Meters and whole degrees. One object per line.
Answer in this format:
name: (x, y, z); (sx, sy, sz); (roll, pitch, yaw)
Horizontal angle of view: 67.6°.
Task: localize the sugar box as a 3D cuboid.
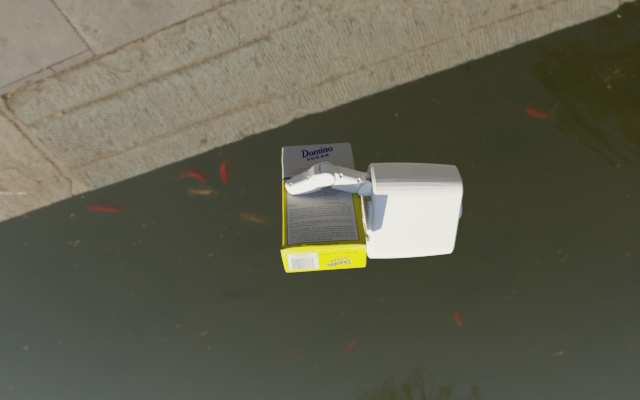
sugar box: (0.000, 0.002, 0.580); (0.093, 0.048, 0.176); (-3, 43, 0)
